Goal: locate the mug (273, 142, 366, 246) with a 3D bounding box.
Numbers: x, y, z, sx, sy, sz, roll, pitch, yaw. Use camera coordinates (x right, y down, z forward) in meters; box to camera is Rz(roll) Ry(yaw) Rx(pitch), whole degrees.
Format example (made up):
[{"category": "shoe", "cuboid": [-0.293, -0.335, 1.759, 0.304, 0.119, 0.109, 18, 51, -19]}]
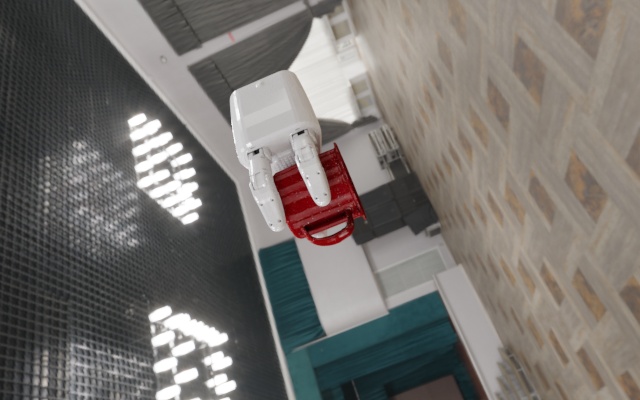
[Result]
[{"category": "mug", "cuboid": [0.000, 0.003, 0.532, 0.081, 0.117, 0.093, -22, -38, 6]}]
